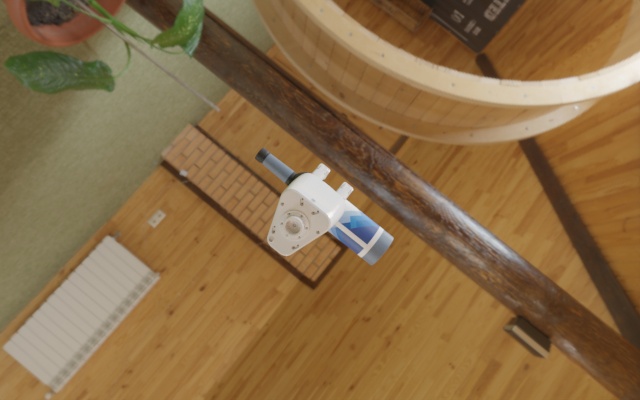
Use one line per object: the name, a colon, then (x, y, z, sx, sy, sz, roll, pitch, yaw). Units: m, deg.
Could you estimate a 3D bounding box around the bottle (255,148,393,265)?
bottle: (0.000, 0.003, 0.891, 0.295, 0.069, 0.069, 39, 1, 1)
